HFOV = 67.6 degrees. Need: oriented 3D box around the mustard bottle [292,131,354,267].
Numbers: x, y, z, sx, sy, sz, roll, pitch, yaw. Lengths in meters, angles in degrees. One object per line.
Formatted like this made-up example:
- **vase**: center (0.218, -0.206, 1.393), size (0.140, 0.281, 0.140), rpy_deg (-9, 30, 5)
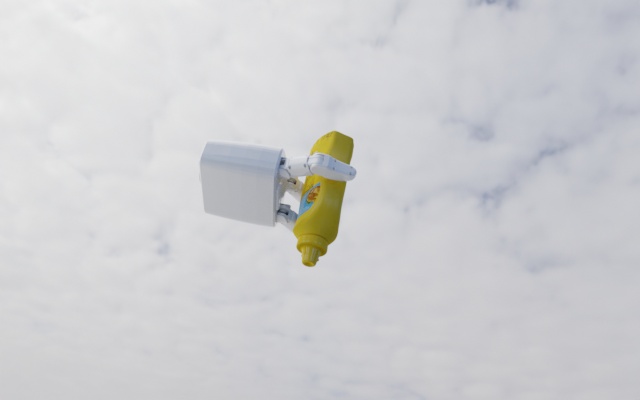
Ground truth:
- **mustard bottle**: center (0.000, 0.002, 0.656), size (0.058, 0.191, 0.096), rpy_deg (22, -35, -15)
